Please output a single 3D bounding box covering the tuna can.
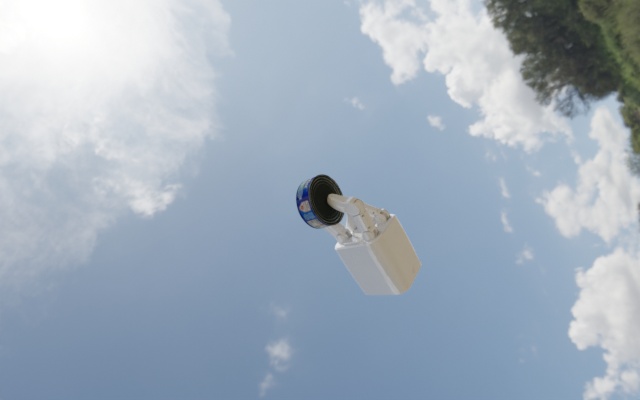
[{"bbox_3d":[0.000,0.003,0.783,0.034,0.086,0.086,-18,-12,39],"label":"tuna can"}]
